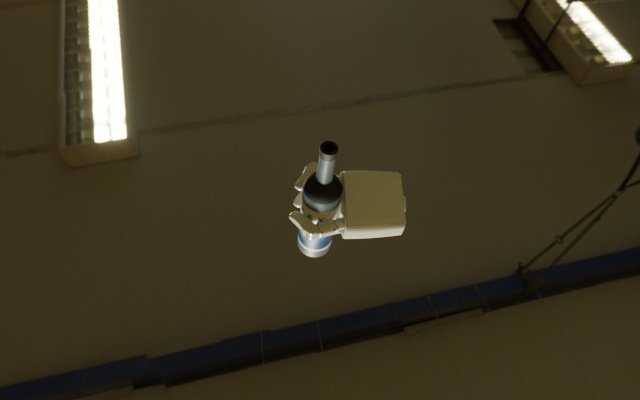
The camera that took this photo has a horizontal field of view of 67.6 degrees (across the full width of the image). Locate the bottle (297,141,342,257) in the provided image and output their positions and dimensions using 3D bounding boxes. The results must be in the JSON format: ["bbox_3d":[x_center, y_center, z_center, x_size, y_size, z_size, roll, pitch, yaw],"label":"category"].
[{"bbox_3d":[0.000,0.003,0.823,0.069,0.069,0.296,0,-33,-6],"label":"bottle"}]
